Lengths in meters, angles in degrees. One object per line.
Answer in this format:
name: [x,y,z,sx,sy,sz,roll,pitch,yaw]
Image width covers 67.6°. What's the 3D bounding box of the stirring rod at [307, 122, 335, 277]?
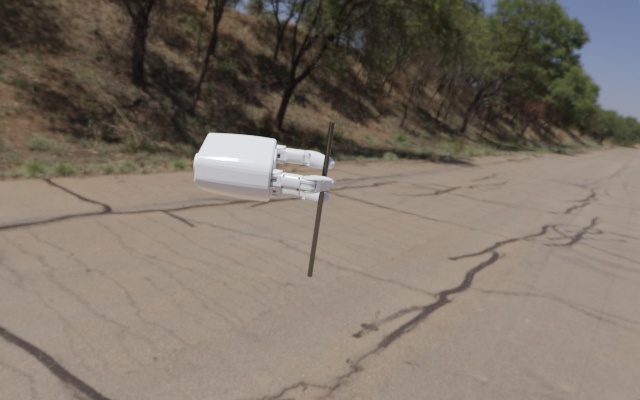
stirring rod: [0.000,0.002,0.723,0.011,0.239,0.011,8,12,-2]
